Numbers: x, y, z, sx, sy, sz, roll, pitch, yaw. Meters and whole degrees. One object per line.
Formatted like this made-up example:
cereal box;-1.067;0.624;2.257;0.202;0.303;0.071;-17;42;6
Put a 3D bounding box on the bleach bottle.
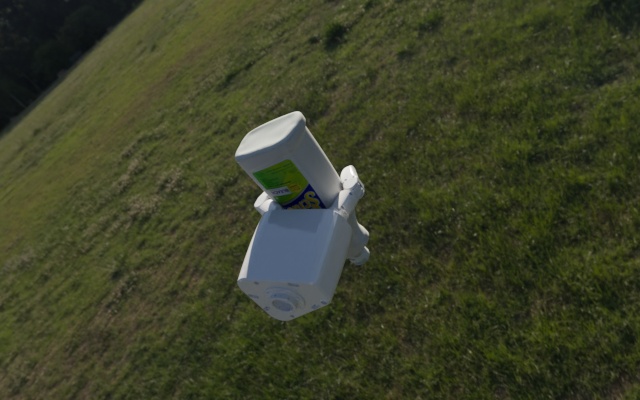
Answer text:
bleach bottle;0.000;0.002;0.648;0.102;0.068;0.251;-15;-51;34
